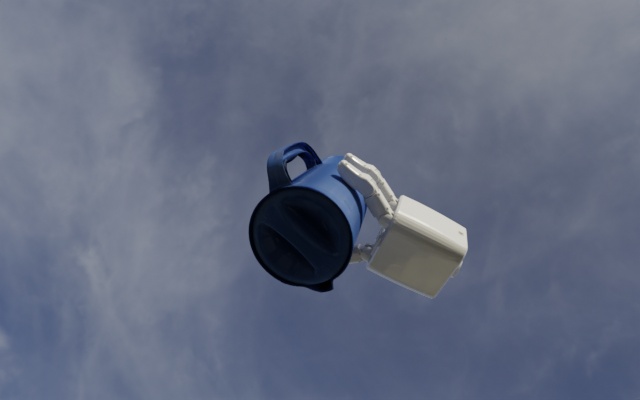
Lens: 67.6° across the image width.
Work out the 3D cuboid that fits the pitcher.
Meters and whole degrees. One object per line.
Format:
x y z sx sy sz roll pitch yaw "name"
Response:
0.000 0.002 0.679 0.145 0.149 0.242 25 23 6 "pitcher"
